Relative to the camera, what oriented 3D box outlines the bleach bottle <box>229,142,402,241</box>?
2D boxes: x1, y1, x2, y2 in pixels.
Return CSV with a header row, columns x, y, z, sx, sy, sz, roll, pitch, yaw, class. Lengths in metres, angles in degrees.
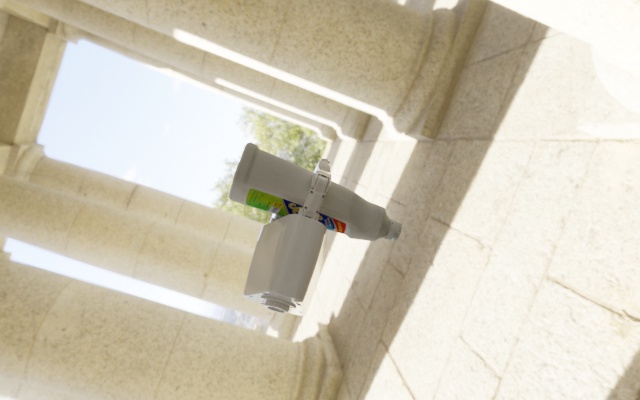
x,y,z,sx,sy,sz,roll,pitch,yaw,class
0.000,0.002,0.683,0.251,0.068,0.103,20,-24,-8,bleach bottle
